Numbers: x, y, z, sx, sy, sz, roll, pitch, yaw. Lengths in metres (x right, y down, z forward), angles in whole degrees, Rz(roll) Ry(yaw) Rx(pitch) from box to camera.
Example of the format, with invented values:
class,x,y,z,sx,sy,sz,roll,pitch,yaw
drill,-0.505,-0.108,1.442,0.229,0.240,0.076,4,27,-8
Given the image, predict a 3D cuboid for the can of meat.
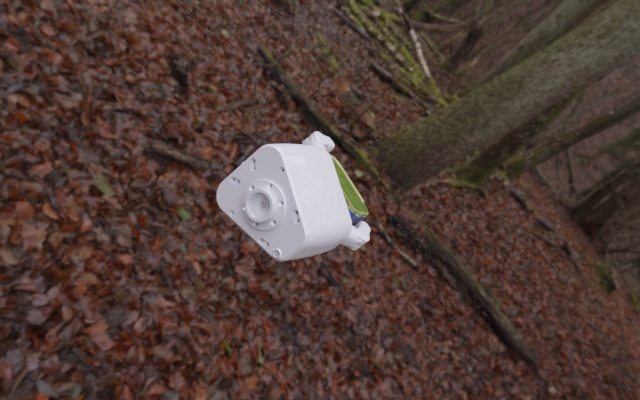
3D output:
class,x,y,z,sx,sy,sz,roll,pitch,yaw
can of meat,0.000,0.002,0.604,0.084,0.102,0.057,-38,-17,22
